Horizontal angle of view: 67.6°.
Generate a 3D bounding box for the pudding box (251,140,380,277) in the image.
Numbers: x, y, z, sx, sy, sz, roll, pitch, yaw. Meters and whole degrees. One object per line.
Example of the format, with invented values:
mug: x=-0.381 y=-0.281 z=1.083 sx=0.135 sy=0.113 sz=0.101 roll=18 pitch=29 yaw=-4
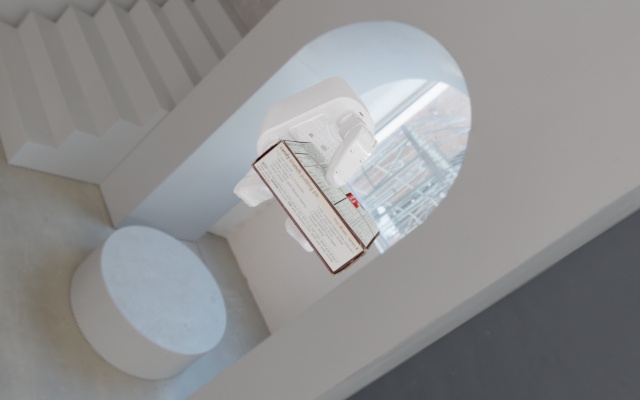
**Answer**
pudding box: x=0.000 y=0.001 z=0.409 sx=0.039 sy=0.113 sz=0.090 roll=-40 pitch=-5 yaw=15
